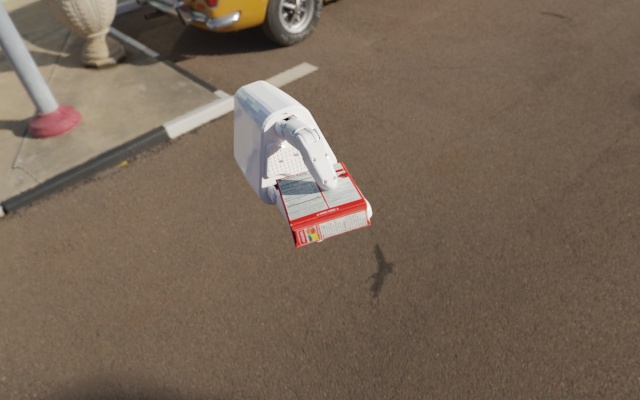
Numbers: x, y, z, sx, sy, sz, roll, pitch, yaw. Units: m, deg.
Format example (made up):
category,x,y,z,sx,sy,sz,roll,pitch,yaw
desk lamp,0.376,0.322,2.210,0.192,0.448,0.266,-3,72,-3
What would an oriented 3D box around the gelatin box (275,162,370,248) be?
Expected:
category,x,y,z,sx,sy,sz,roll,pitch,yaw
gelatin box,0.000,0.001,0.466,0.073,0.030,0.089,-16,33,-6
